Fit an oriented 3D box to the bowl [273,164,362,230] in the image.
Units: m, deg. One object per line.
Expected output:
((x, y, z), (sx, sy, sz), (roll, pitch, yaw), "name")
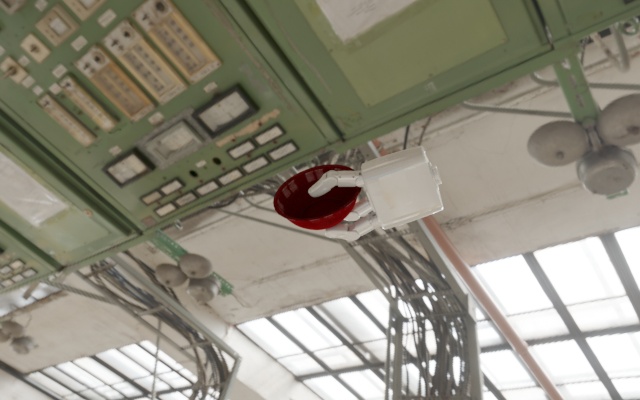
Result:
((-0.001, 0.003, 0.851), (0.162, 0.055, 0.162), (-12, 35, 8), "bowl")
